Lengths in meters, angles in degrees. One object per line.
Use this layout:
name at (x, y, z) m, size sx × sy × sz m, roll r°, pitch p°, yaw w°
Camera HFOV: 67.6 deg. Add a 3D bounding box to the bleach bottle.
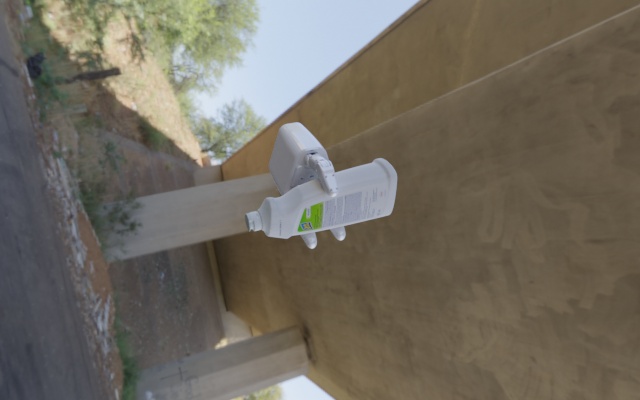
bleach bottle at (0.000, 0.003, 0.789) m, size 0.251 × 0.103 × 0.068 m, roll -12°, pitch 37°, yaw -19°
